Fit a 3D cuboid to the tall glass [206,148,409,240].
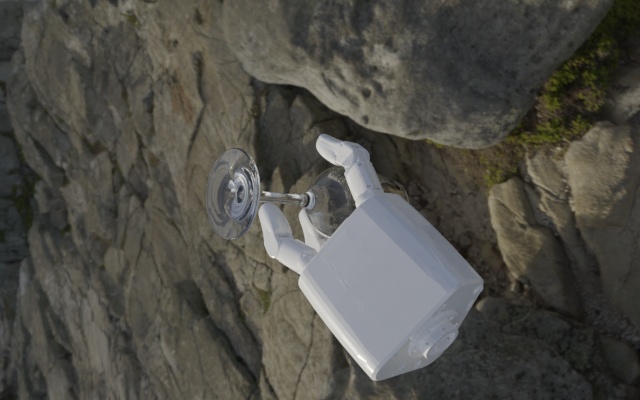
[{"bbox_3d":[0.000,0.001,0.450,0.201,0.079,0.079,5,-3,-44],"label":"tall glass"}]
